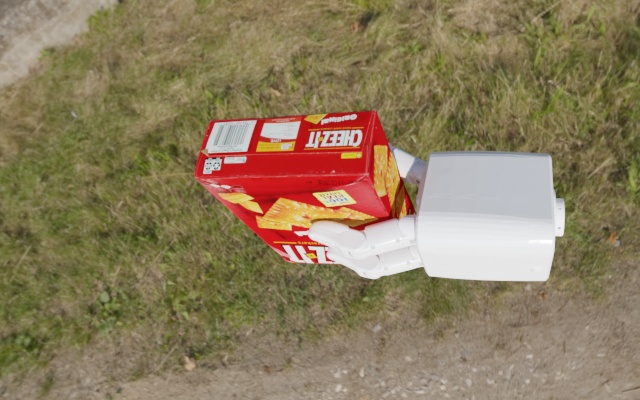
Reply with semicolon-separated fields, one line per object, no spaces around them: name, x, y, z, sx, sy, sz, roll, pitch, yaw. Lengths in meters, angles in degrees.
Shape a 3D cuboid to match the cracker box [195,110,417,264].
cracker box;0.000;0.001;0.488;0.164;0.072;0.214;0;-27;22
